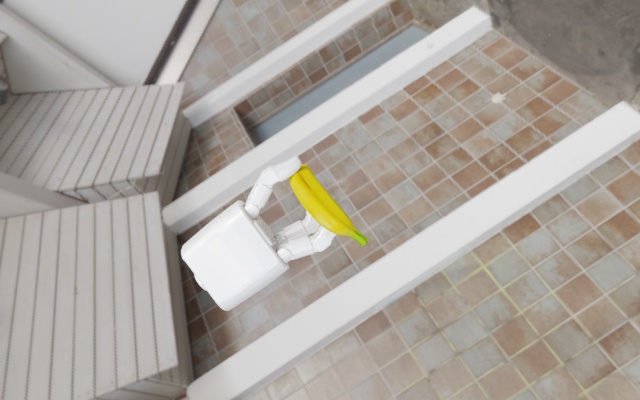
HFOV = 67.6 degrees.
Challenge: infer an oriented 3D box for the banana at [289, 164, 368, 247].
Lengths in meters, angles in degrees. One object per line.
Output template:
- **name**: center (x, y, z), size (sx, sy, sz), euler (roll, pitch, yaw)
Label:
- **banana**: center (-0.008, -0.006, 0.644), size (0.070, 0.037, 0.197), euler (47, 4, -41)
